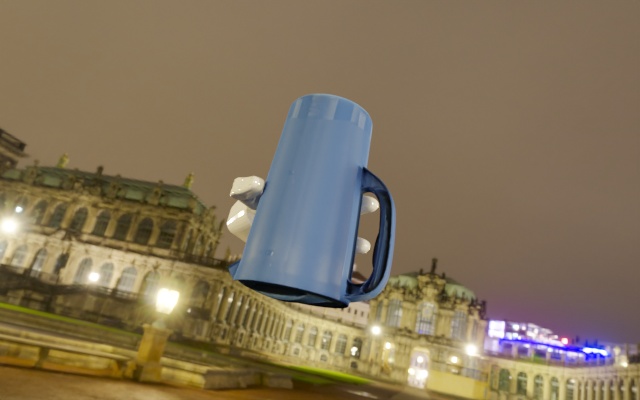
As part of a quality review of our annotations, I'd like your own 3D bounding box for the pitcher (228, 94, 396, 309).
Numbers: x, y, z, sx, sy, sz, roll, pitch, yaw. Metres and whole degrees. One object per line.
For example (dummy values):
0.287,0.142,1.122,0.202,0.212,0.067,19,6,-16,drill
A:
0.000,0.002,0.569,0.149,0.242,0.145,20,-19,-21,pitcher
